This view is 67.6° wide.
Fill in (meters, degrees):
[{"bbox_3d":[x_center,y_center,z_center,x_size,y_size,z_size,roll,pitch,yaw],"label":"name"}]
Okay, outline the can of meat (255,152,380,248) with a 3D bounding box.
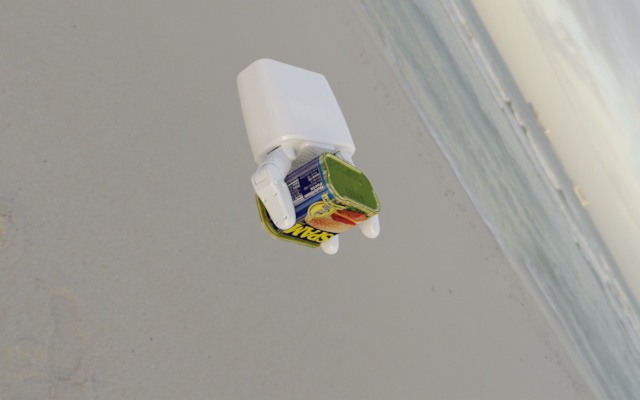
[{"bbox_3d":[0.000,0.001,0.482,0.084,0.057,0.102,-29,-28,25],"label":"can of meat"}]
